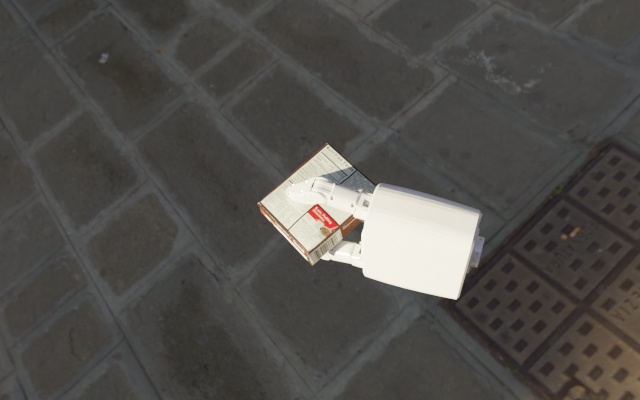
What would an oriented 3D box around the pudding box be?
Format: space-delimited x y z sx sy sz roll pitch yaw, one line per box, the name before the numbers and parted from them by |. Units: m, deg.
pudding box | 0.000 0.002 0.544 0.113 0.090 0.039 -41 -24 -13
